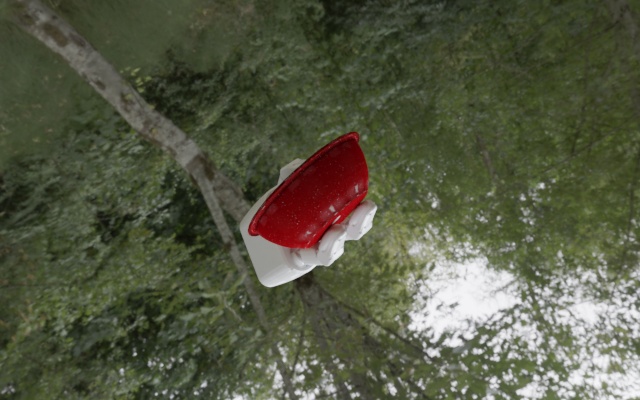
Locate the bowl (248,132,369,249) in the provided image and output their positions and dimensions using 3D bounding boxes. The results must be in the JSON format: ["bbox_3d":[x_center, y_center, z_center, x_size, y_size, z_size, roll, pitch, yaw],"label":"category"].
[{"bbox_3d":[0.001,0.002,0.517,0.162,0.055,0.162,-42,-10,-9],"label":"bowl"}]
